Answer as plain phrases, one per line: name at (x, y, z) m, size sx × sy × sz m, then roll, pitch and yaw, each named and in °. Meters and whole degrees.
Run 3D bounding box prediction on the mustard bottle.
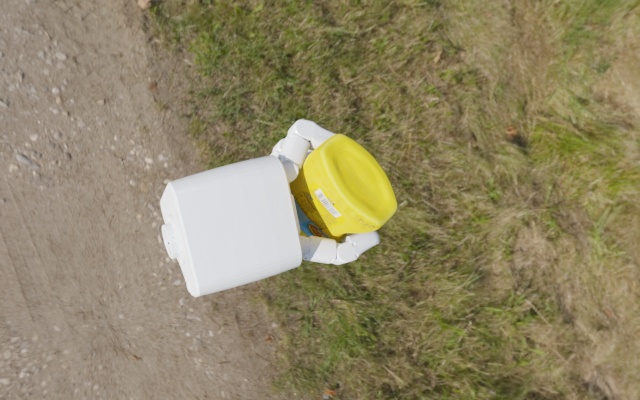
mustard bottle at (0.000, 0.002, 0.522) m, size 0.058 × 0.096 × 0.192 m, roll -43°, pitch 6°, yaw -26°
